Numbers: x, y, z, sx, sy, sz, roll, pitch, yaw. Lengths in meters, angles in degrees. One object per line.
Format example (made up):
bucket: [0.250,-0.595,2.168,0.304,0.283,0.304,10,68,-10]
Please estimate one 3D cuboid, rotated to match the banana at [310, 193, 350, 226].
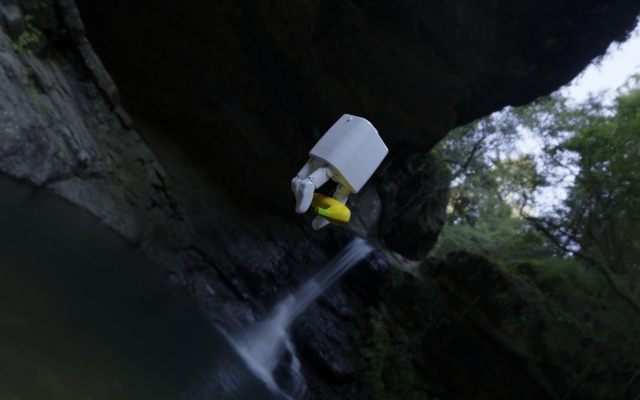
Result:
banana: [0.016,0.013,0.851,0.069,0.037,0.198,34,1,-8]
